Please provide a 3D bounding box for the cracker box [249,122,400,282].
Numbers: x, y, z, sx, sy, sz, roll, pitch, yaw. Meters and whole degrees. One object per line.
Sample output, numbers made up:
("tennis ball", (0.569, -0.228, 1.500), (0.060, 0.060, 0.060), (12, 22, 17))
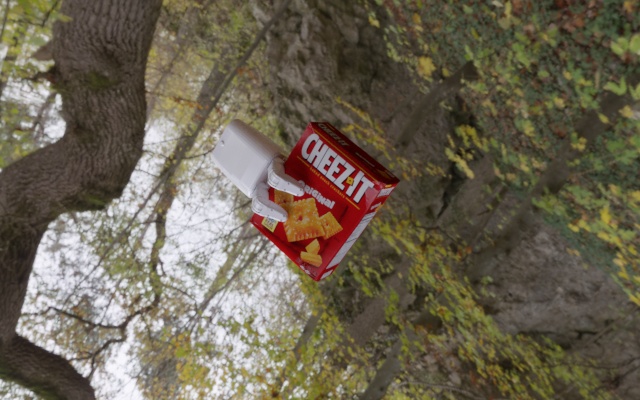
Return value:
("cracker box", (0.000, 0.003, 0.795), (0.164, 0.214, 0.072), (41, 24, 17))
